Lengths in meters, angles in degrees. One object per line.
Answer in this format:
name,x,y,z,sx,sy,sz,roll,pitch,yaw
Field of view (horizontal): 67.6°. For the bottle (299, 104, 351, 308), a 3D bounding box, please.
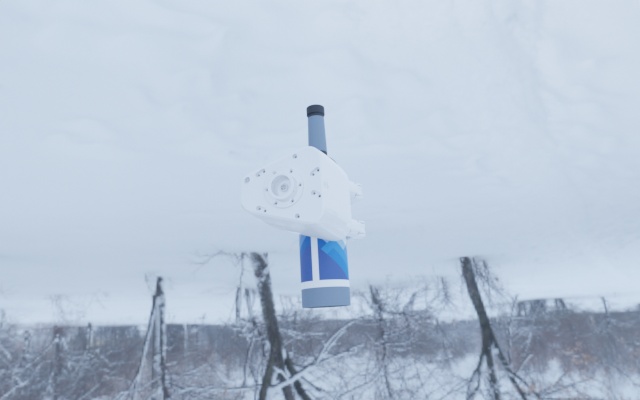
bottle,0.000,0.003,0.686,0.069,0.295,0.069,-3,-14,-1
